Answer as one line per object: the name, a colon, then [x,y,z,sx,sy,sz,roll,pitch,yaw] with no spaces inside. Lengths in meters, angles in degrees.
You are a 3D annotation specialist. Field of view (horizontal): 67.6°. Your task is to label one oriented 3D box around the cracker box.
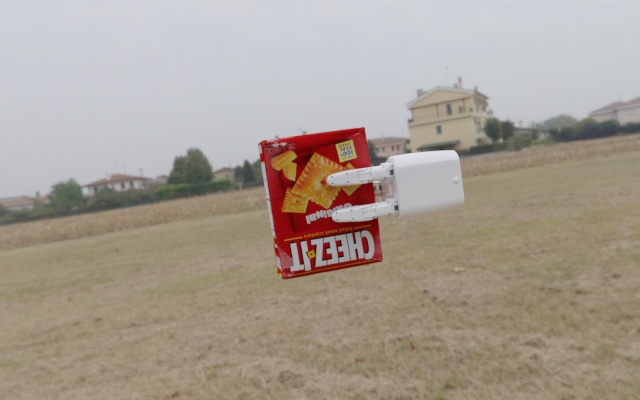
cracker box: [0.000,0.002,0.748,0.164,0.214,0.072,-9,4,-10]
